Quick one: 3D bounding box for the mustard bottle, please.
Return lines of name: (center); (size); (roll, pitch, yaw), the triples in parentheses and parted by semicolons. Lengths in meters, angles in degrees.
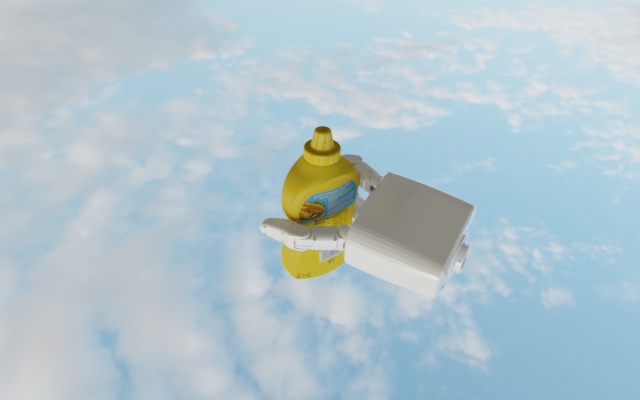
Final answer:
mustard bottle: (0.000, 0.002, 0.558); (0.096, 0.192, 0.058); (-21, 43, -27)
